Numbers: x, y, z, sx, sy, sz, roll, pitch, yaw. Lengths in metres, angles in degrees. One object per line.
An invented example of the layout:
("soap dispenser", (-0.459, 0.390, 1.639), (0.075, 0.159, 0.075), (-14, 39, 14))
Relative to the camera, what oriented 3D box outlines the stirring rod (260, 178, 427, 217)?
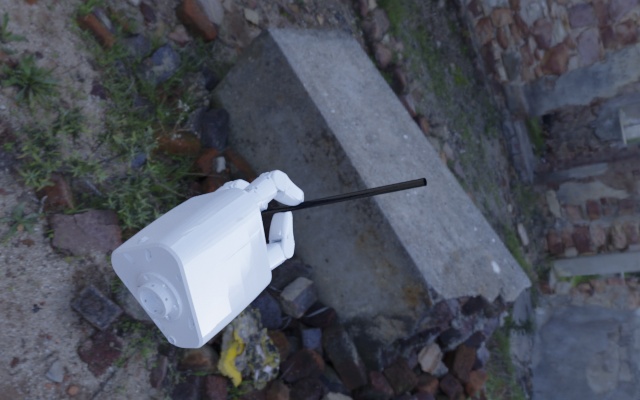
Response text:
("stirring rod", (0.000, 0.002, 0.512), (0.239, 0.011, 0.011), (-11, -6, 34))
